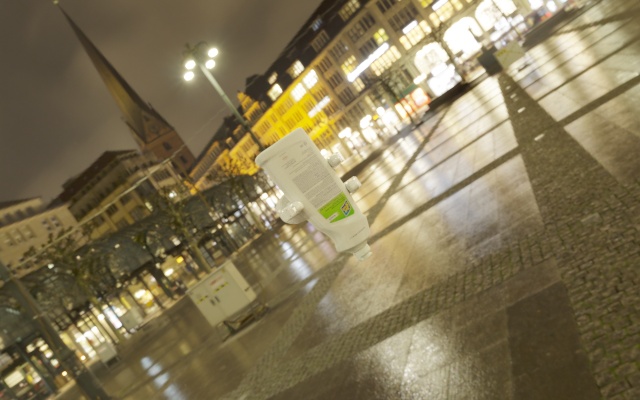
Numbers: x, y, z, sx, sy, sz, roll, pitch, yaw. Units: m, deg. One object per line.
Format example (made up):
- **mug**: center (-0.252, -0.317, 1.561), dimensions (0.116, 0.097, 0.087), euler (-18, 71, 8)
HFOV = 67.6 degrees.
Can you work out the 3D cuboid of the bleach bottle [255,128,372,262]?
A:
- **bleach bottle**: center (0.000, 0.003, 0.828), dimensions (0.102, 0.251, 0.068), euler (-36, 3, -13)
